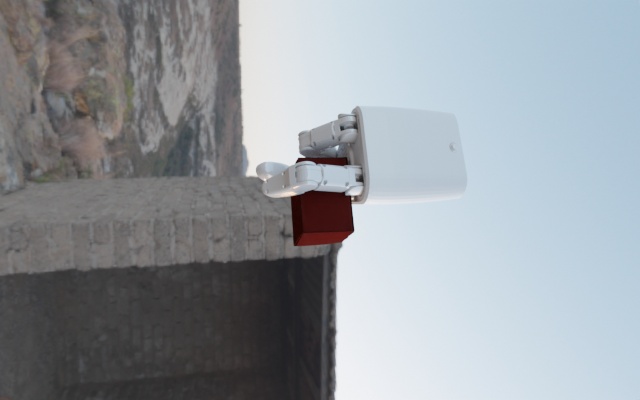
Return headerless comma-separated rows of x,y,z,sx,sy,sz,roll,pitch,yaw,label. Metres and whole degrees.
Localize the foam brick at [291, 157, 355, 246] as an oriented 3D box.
0.000,0.002,0.473,0.051,0.078,0.053,0,-17,-14,foam brick
